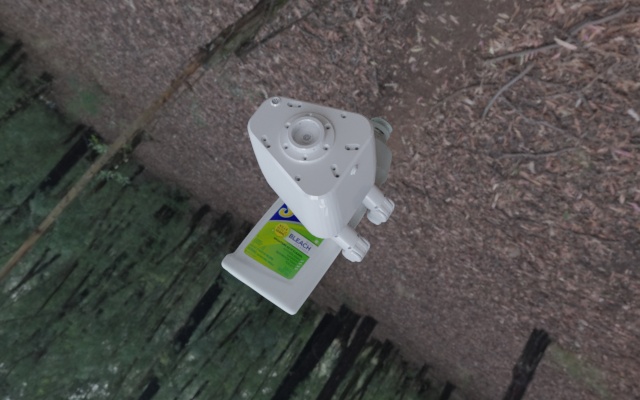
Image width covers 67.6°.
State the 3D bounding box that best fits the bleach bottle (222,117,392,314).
[{"bbox_3d":[0.000,0.002,0.561,0.102,0.250,0.068,30,-15,17],"label":"bleach bottle"}]
